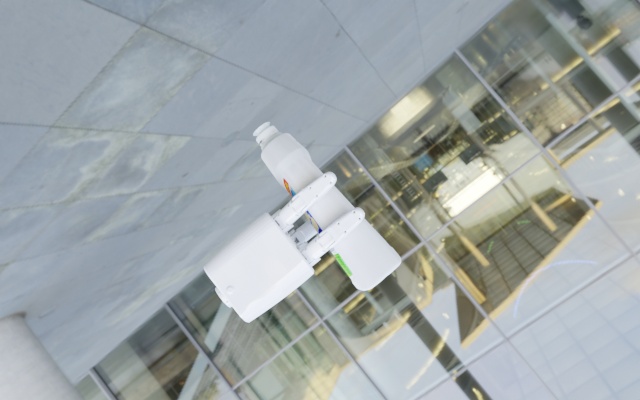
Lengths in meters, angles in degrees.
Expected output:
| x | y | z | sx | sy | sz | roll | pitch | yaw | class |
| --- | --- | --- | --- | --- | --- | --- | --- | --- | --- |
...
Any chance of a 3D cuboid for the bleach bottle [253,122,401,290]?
| x | y | z | sx | sy | sz | roll | pitch | yaw | class |
| --- | --- | --- | --- | --- | --- | --- | --- | --- | --- |
| 0.000 | 0.002 | 0.635 | 0.068 | 0.251 | 0.102 | -39 | -4 | -7 | bleach bottle |
